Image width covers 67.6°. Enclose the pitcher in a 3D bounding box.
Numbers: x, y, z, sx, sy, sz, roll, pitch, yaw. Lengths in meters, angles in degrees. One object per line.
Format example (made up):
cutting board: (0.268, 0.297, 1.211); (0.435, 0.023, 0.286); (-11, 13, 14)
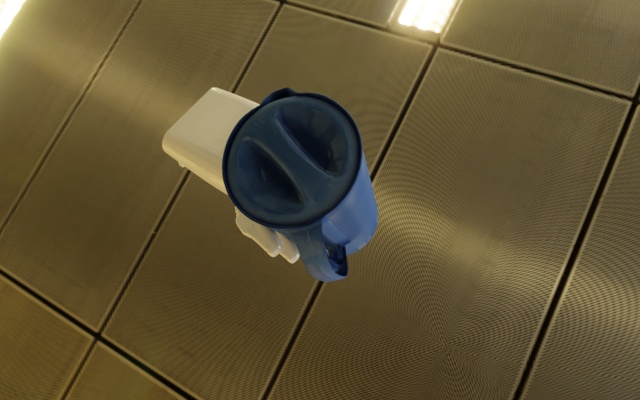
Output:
pitcher: (0.000, 0.002, 0.536); (0.145, 0.149, 0.243); (28, -8, 20)
